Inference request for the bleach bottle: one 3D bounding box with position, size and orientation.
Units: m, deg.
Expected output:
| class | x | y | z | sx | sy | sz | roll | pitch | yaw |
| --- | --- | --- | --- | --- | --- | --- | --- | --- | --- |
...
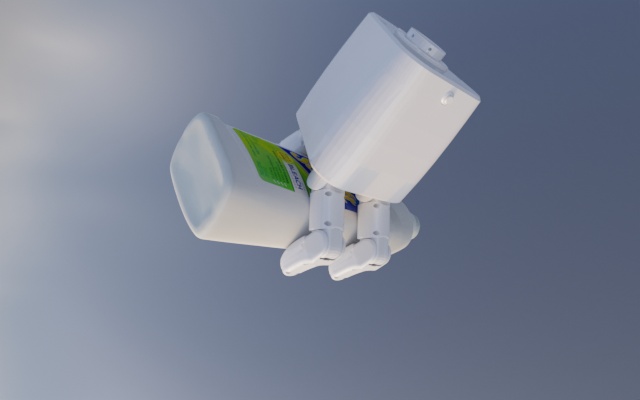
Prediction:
| class | x | y | z | sx | sy | sz | roll | pitch | yaw |
| --- | --- | --- | --- | --- | --- | --- | --- | --- | --- |
| bleach bottle | 0.000 | 0.002 | 0.433 | 0.251 | 0.068 | 0.102 | 13 | 34 | -42 |
